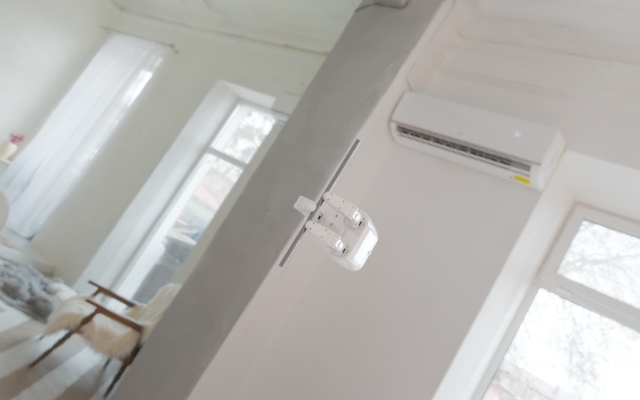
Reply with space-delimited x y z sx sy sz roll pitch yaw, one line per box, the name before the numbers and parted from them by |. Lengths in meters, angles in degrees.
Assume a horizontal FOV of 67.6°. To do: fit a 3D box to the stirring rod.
stirring rod | 0.000 0.003 0.765 0.011 0.239 0.011 31 -9 5
